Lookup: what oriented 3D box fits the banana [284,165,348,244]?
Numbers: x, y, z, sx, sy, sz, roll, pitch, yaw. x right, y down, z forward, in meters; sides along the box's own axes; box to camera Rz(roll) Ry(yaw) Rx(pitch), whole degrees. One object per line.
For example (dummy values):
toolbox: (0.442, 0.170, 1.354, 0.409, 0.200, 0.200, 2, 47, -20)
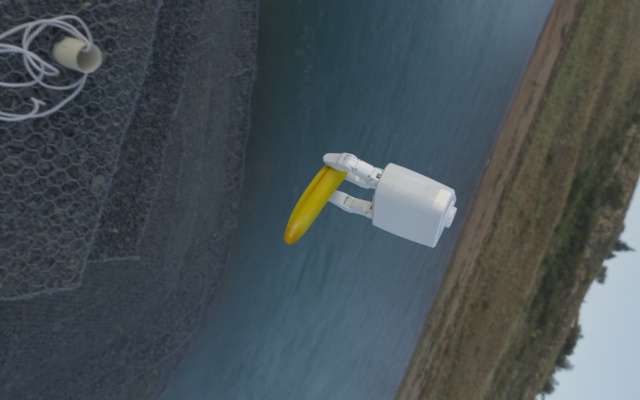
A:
banana: (0.003, -0.013, 0.757, 0.037, 0.070, 0.197, 24, 49, 17)
